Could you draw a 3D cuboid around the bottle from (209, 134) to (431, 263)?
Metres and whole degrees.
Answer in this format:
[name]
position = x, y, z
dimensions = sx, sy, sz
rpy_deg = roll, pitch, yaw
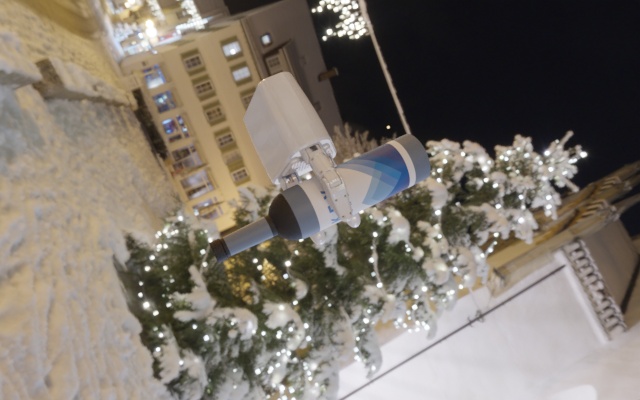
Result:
[bottle]
position = 0.000, 0.002, 0.611
dimensions = 0.295, 0.069, 0.069
rpy_deg = -25, 6, -14
